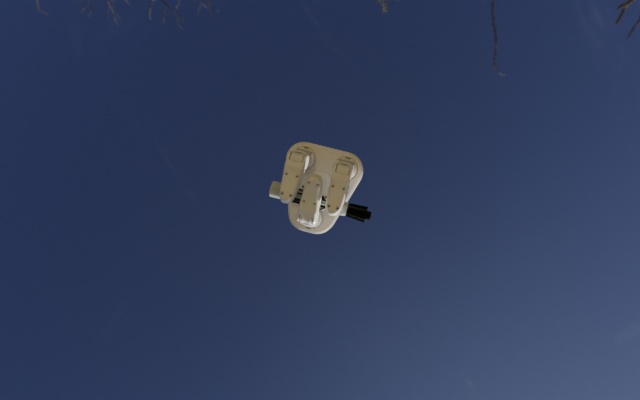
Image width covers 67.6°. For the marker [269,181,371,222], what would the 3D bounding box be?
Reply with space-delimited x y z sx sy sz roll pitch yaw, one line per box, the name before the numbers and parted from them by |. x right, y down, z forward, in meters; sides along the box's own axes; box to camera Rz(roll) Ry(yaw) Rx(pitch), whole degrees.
marker | 0.000 0.002 0.557 0.121 0.020 0.020 15 1 4
